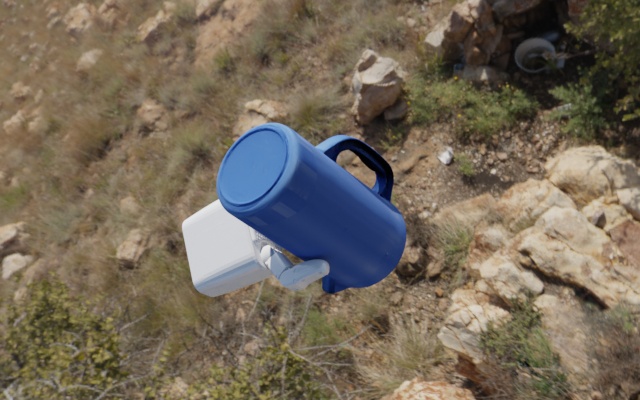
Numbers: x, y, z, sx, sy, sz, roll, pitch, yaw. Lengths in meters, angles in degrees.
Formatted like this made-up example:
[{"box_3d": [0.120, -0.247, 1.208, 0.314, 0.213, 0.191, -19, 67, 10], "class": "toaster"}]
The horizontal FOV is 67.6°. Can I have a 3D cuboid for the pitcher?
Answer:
[{"box_3d": [0.000, 0.002, 0.573, 0.145, 0.149, 0.243, -25, -36, 23], "class": "pitcher"}]
